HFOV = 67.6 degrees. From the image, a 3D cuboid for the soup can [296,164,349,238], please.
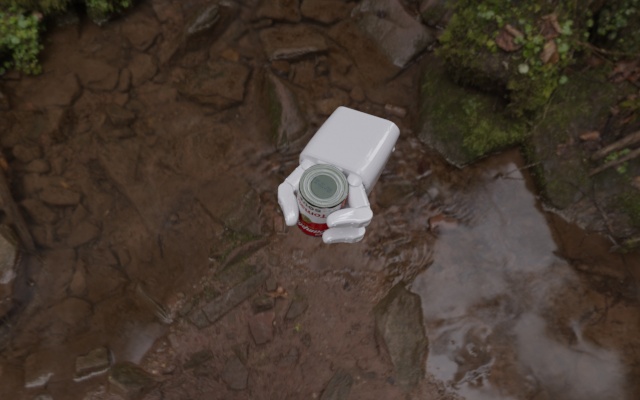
[{"bbox_3d":[0.000,0.002,0.665,0.068,0.068,0.102,0,-26,-6],"label":"soup can"}]
